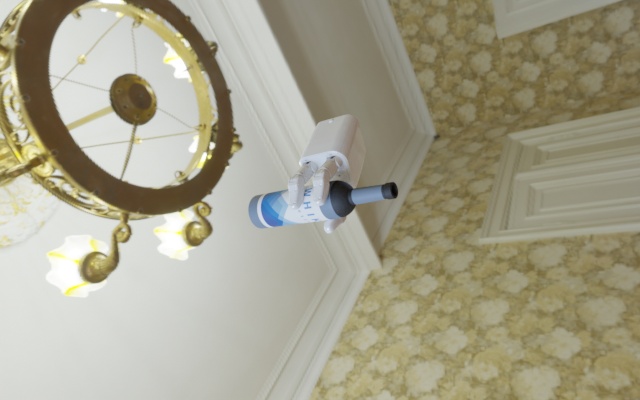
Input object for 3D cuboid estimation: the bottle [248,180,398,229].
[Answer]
[{"bbox_3d":[0.000,0.003,0.850,0.296,0.069,0.069,-9,-5,35],"label":"bottle"}]
